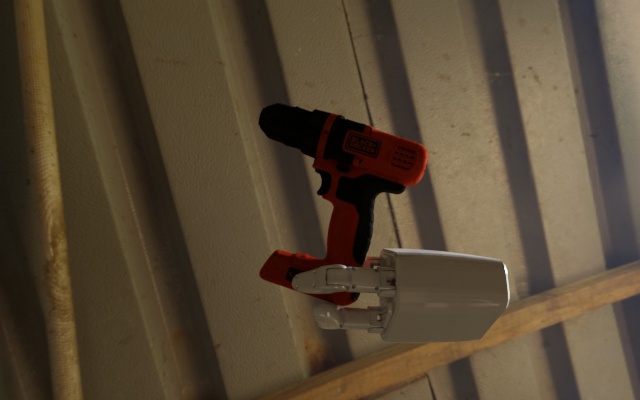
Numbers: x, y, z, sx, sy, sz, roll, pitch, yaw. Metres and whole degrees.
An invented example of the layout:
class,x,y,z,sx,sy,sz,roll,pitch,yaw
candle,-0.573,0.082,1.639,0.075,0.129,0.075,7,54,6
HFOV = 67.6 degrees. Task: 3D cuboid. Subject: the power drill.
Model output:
class,x,y,z,sx,sy,sz,roll,pitch,yaw
power drill,0.000,0.002,0.500,0.184,0.187,0.057,18,0,10
